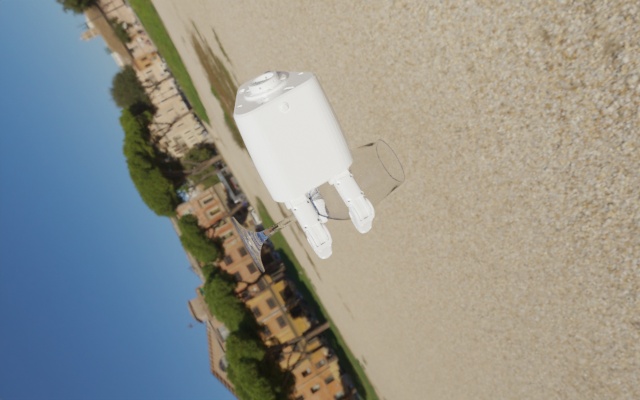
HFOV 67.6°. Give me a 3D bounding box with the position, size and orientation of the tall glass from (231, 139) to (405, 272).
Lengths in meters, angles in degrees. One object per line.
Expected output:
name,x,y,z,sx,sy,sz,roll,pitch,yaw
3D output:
tall glass,0.000,0.002,0.568,0.201,0.079,0.079,-30,4,-8
